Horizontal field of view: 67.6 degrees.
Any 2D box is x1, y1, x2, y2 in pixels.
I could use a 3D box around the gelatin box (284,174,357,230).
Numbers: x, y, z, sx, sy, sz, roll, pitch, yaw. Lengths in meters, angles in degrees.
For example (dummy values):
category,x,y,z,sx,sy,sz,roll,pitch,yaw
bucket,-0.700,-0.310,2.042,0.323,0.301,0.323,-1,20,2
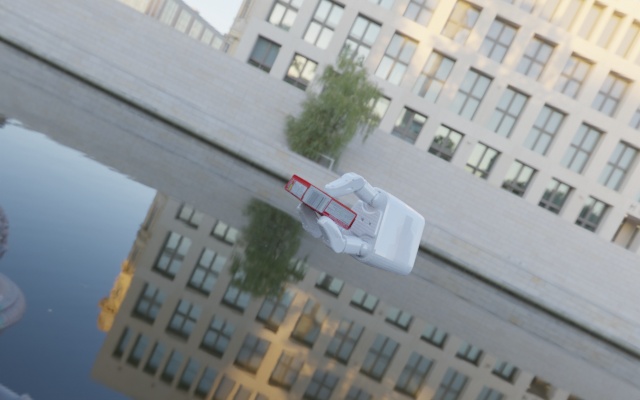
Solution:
category,x,y,z,sx,sy,sz,roll,pitch,yaw
gelatin box,0.000,0.002,0.680,0.089,0.030,0.073,33,1,-27
